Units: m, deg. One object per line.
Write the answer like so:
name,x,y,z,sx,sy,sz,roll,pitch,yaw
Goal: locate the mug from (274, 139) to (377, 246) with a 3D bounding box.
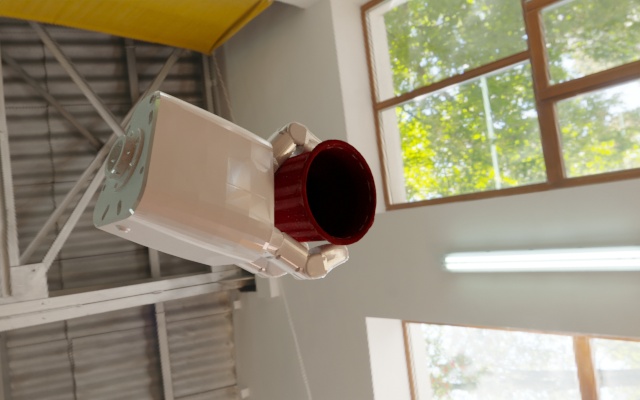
mug,0.001,0.002,0.451,0.117,0.093,0.081,27,-24,-37
